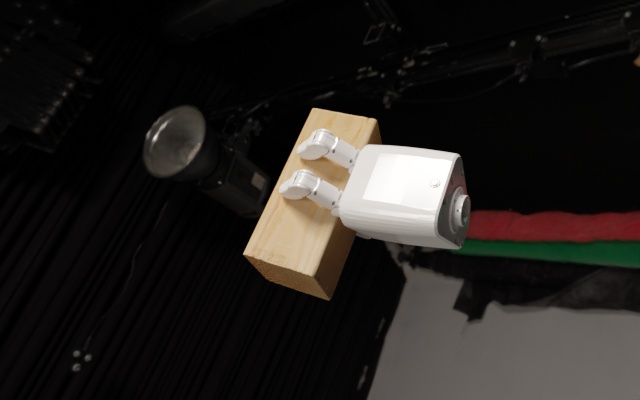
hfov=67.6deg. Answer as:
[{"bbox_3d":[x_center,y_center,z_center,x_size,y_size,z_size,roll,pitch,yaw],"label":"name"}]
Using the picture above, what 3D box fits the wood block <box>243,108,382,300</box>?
[{"bbox_3d":[0.001,0.002,0.583,0.090,0.206,0.091,14,-24,22],"label":"wood block"}]
